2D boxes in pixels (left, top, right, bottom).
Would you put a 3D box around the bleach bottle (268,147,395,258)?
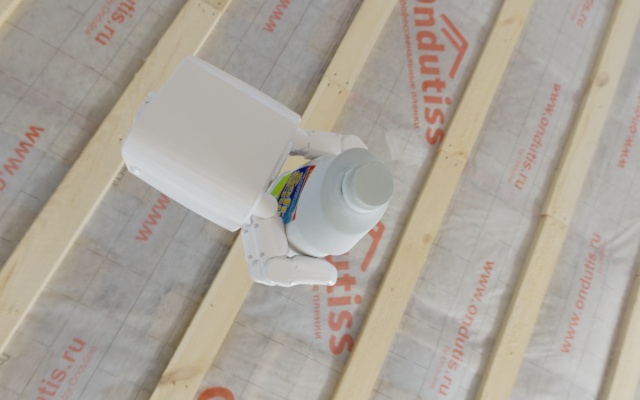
[{"bbox_3d":[0.000,0.001,0.411,0.068,0.102,0.251,30,-16,-11],"label":"bleach bottle"}]
